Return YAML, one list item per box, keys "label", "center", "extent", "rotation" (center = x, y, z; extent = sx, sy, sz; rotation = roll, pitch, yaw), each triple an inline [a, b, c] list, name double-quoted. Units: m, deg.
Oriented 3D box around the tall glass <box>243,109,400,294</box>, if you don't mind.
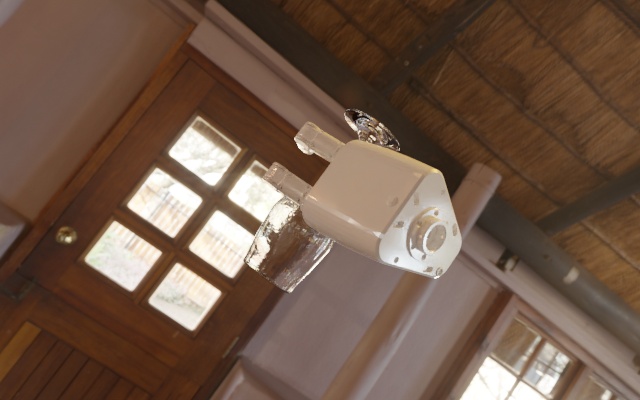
- label: "tall glass"
  center: [0.000, 0.001, 0.521]
  extent: [0.079, 0.201, 0.079]
  rotation: [36, -7, 5]
